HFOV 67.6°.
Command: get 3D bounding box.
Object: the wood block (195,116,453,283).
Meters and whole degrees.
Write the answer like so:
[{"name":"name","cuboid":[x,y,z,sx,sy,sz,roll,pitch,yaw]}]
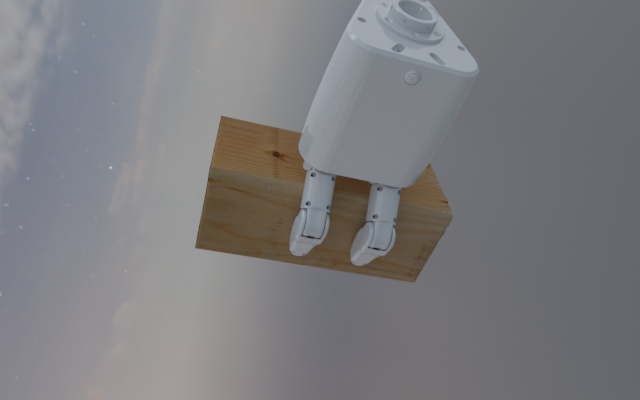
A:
[{"name":"wood block","cuboid":[0.000,0.001,0.442,0.206,0.090,0.090,11,36,-13]}]
